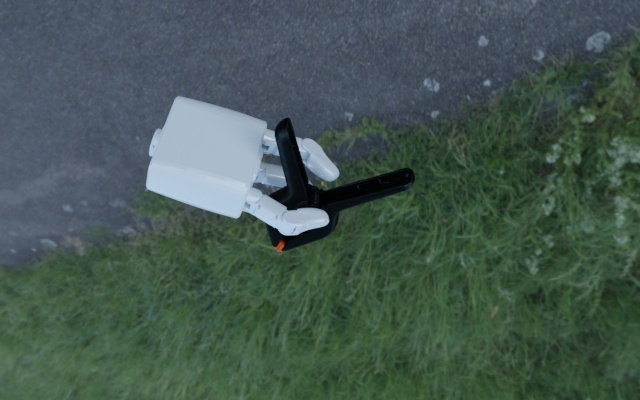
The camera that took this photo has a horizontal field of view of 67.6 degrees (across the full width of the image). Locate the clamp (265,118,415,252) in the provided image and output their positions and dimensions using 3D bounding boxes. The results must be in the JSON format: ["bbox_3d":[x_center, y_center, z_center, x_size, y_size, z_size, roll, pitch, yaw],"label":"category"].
[{"bbox_3d":[0.000,0.003,0.568,0.164,0.036,0.210,16,-41,-13],"label":"clamp"}]
